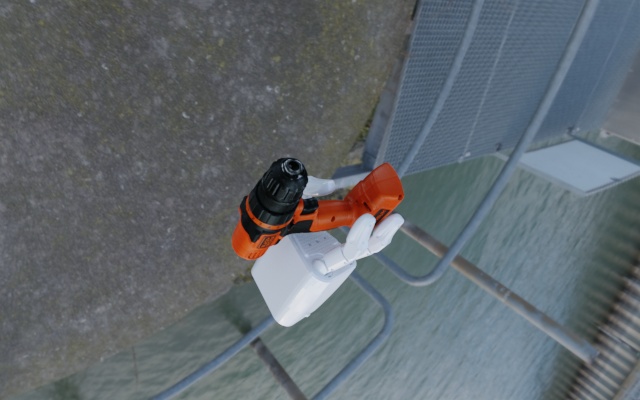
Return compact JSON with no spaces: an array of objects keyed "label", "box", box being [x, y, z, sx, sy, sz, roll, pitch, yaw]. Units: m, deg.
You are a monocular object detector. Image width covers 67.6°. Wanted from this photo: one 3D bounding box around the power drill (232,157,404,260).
[{"label":"power drill","box":[0.000,0.002,0.551,0.187,0.057,0.184,-8,-24,-28]}]
